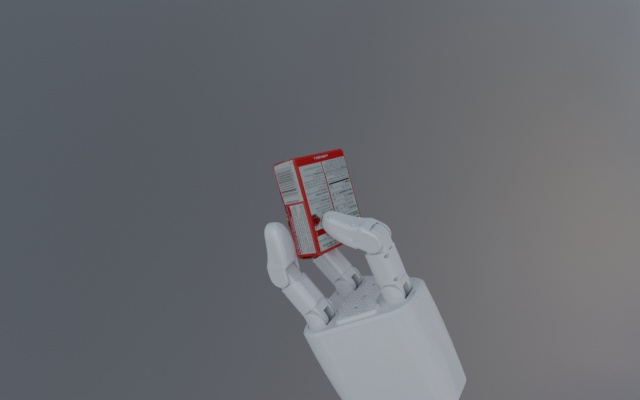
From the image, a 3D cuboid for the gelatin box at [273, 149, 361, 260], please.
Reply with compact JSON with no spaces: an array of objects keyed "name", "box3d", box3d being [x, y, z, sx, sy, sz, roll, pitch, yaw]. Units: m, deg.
[{"name":"gelatin box","box3d":[0.000,0.001,0.441,0.030,0.089,0.073,-12,5,40]}]
